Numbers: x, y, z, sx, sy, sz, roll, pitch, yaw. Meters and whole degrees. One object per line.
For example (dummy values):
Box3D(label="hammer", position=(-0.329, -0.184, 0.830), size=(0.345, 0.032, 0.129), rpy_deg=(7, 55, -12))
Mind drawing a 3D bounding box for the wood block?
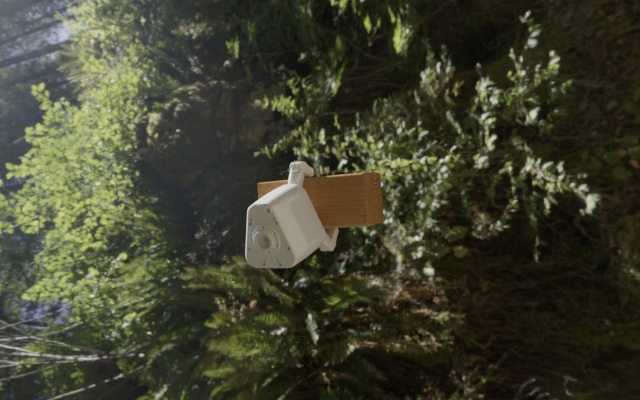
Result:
Box3D(label="wood block", position=(0.000, 0.003, 0.858), size=(0.206, 0.091, 0.090), rpy_deg=(-4, 2, 26))
